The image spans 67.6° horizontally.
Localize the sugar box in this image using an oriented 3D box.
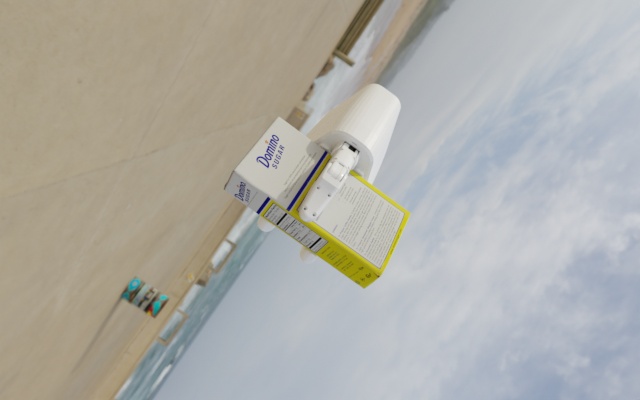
[{"bbox_3d":[0.000,0.002,0.491,0.176,0.093,0.048,35,-38,-3],"label":"sugar box"}]
